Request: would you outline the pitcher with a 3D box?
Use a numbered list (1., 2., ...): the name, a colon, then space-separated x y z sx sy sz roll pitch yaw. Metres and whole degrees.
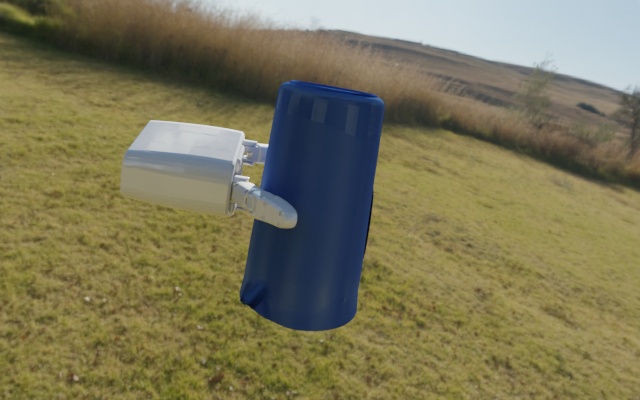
1. pitcher: 0.000 0.002 0.516 0.145 0.243 0.149 9 15 -5
